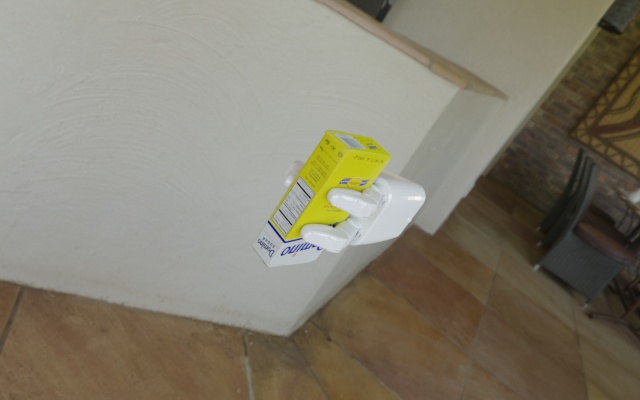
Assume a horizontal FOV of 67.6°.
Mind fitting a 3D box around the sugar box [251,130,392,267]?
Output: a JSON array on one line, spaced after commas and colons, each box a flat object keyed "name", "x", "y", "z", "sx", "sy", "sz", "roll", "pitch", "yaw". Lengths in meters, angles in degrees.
[{"name": "sugar box", "x": 0.001, "y": 0.002, "z": 0.567, "sx": 0.093, "sy": 0.176, "sz": 0.048, "roll": 1, "pitch": 38, "yaw": -51}]
